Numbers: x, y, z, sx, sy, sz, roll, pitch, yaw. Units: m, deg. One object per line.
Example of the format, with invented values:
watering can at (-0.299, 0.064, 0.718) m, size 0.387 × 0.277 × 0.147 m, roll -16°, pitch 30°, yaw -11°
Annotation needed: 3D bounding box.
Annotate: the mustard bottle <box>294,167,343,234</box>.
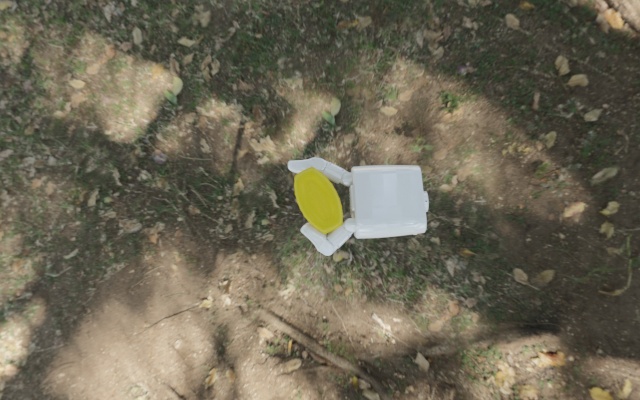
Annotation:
mustard bottle at (0.000, 0.003, 0.765) m, size 0.058 × 0.096 × 0.191 m, roll -29°, pitch -3°, yaw 1°
